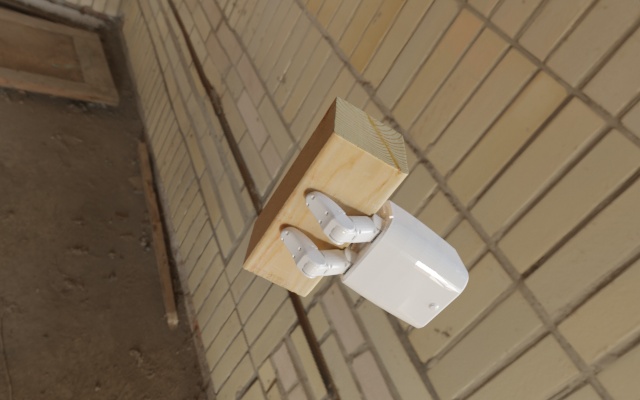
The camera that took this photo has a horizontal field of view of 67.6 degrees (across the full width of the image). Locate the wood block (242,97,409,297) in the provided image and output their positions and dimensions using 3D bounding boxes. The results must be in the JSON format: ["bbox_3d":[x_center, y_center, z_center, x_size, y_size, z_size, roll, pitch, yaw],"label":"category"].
[{"bbox_3d":[0.001,0.002,0.546,0.090,0.206,0.090,28,32,-14],"label":"wood block"}]
